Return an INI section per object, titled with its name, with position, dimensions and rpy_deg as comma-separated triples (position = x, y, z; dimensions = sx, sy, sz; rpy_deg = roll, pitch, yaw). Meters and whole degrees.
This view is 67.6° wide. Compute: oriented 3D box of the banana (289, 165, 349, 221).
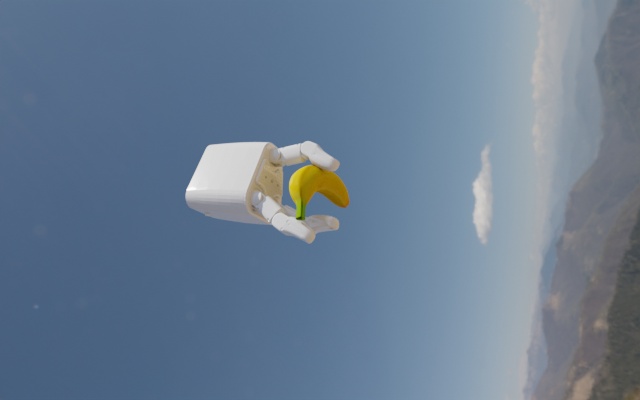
[banana]
position = -0.002, -0.016, 0.677
dimensions = 0.037, 0.069, 0.198
rpy_deg = 0, 5, 22
